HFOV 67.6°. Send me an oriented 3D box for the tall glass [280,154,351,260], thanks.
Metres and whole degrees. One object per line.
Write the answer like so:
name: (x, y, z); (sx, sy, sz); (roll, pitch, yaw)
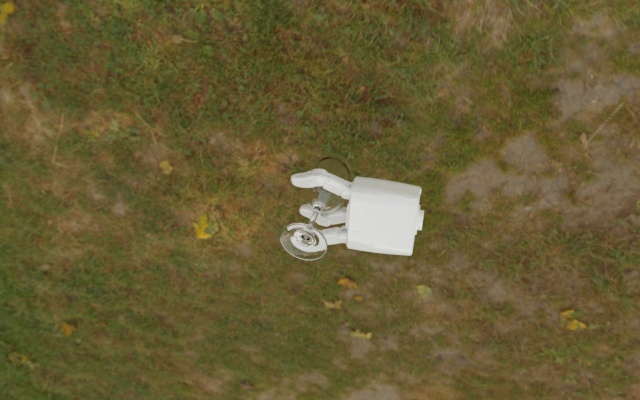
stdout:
tall glass: (0.000, 0.003, 0.790); (0.079, 0.079, 0.201); (0, 38, 18)
